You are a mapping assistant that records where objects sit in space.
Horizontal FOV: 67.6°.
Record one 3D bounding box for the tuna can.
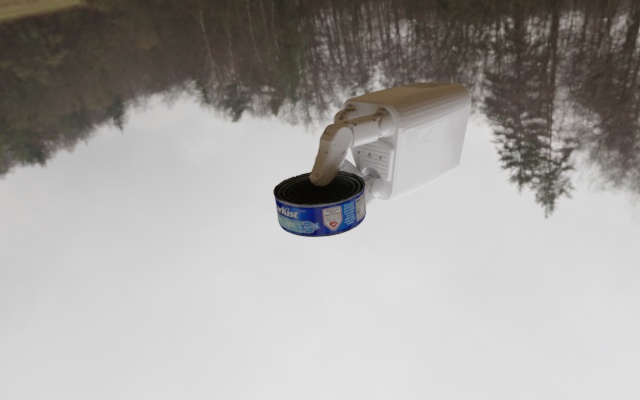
[{"bbox_3d":[0.000,0.002,0.449,0.086,0.034,0.086,-5,22,2],"label":"tuna can"}]
